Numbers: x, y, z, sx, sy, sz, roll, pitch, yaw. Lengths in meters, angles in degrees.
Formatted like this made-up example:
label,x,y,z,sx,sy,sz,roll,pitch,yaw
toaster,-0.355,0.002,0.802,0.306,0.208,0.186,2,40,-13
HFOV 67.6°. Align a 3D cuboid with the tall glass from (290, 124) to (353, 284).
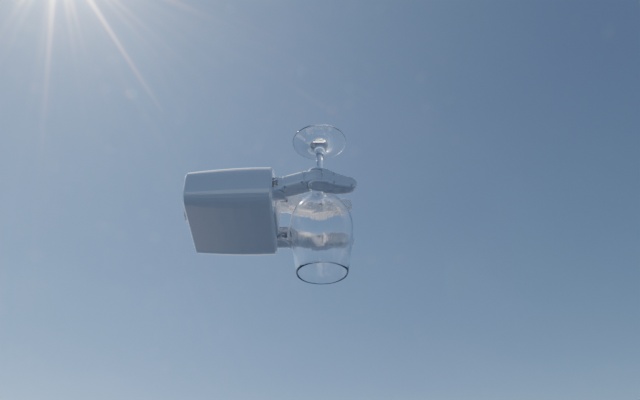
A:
label,x,y,z,sx,sy,sz,roll,pitch,yaw
tall glass,0.000,0.001,0.608,0.079,0.201,0.079,-1,-34,-1
